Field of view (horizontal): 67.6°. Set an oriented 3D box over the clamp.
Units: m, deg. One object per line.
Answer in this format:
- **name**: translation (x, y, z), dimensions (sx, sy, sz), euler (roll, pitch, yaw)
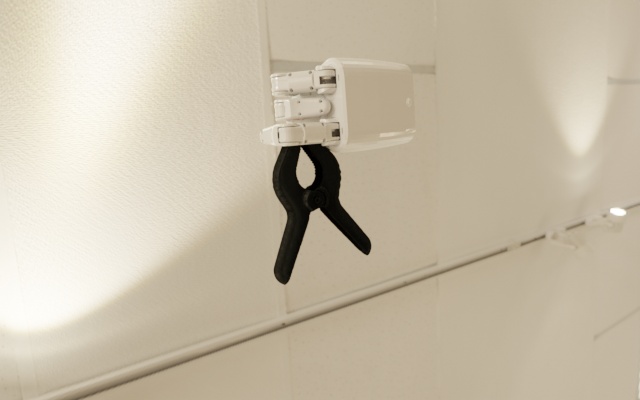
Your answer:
- **clamp**: translation (0.000, 0.002, 0.534), dimensions (0.120, 0.171, 0.039), euler (-8, 11, -30)
